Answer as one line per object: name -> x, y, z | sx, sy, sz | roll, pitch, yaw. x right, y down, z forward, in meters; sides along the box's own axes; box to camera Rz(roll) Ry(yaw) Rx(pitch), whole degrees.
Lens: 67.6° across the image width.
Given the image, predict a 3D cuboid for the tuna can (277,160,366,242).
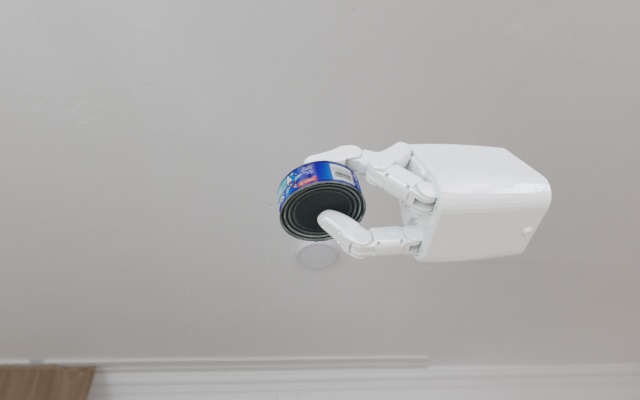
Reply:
tuna can -> 0.000, 0.001, 0.477 | 0.086, 0.033, 0.086 | -7, -43, -6
